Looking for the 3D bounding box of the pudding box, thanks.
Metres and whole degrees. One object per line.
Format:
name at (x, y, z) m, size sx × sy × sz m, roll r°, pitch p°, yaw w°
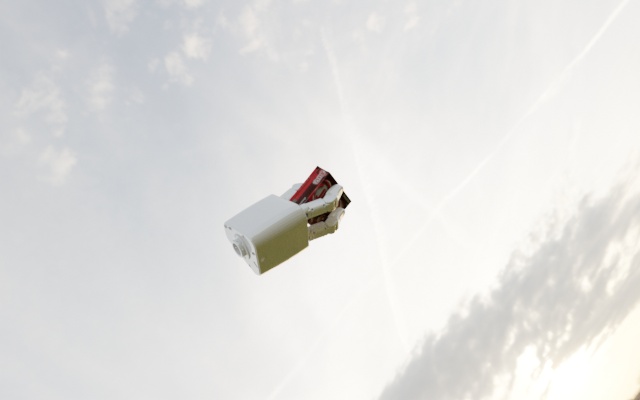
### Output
pudding box at (0.000, 0.003, 0.878) m, size 0.039 × 0.090 × 0.113 m, roll 34°, pitch -9°, yaw 35°
